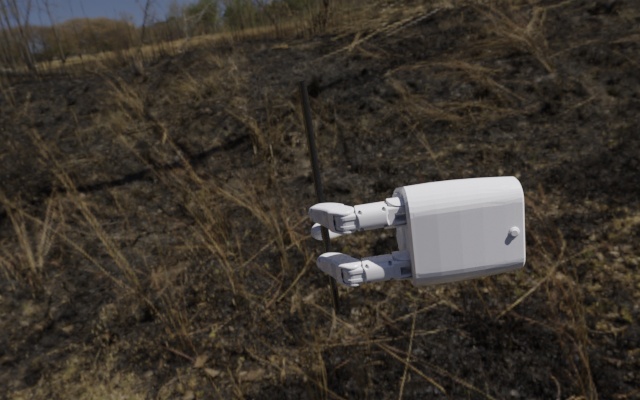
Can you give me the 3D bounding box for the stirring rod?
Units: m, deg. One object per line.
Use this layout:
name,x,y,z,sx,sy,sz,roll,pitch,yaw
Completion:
stirring rod,0.000,0.002,0.484,0.011,0.239,0.011,-8,17,2
